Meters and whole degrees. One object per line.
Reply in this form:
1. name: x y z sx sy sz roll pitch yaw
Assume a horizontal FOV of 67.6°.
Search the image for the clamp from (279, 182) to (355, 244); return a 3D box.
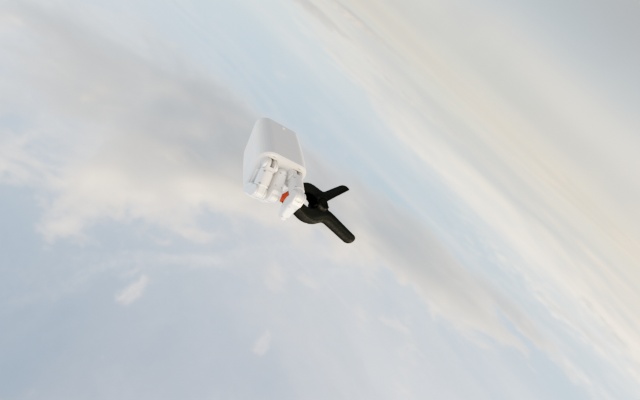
1. clamp: 0.000 0.003 0.891 0.171 0.120 0.039 27 -45 -36
